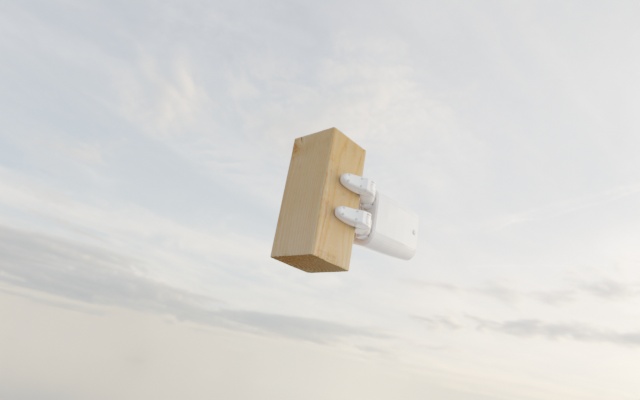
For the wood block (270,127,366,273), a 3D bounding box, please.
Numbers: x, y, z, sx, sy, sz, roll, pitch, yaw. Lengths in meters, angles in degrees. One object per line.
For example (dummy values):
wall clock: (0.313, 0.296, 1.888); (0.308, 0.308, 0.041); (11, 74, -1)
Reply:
wood block: (0.000, 0.003, 0.757); (0.091, 0.206, 0.090); (-10, -29, 41)
